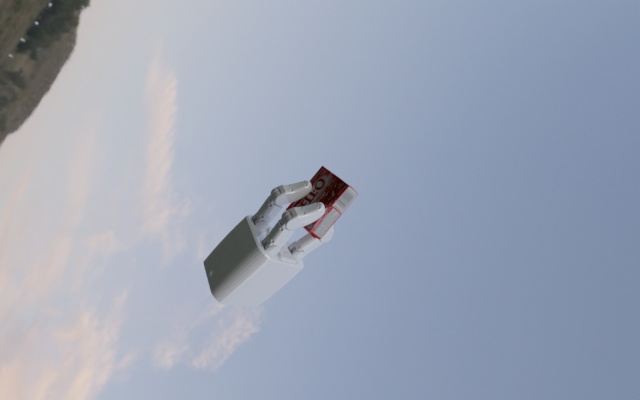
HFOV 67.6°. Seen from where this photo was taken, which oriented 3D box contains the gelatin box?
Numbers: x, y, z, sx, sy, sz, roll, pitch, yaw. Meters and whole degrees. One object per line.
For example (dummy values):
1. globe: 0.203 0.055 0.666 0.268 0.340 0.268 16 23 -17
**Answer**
1. gelatin box: 0.001 0.002 0.696 0.030 0.089 0.073 41 0 -43
